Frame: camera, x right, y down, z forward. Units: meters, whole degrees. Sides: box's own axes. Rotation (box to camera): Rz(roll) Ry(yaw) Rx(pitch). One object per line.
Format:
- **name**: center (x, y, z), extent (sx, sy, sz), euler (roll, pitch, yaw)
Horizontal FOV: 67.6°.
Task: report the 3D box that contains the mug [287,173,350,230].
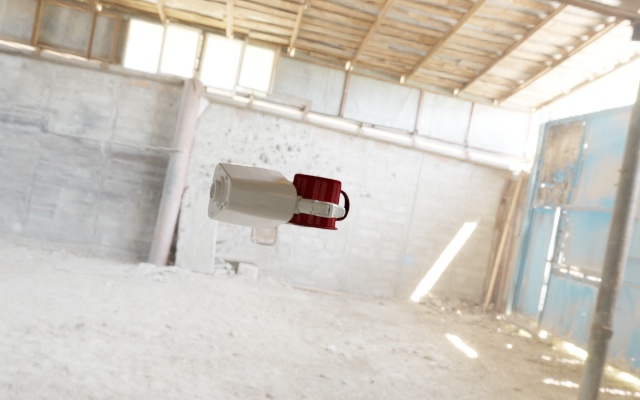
- **mug**: center (0.001, 0.003, 0.794), extent (0.117, 0.081, 0.093), euler (9, 1, -29)
